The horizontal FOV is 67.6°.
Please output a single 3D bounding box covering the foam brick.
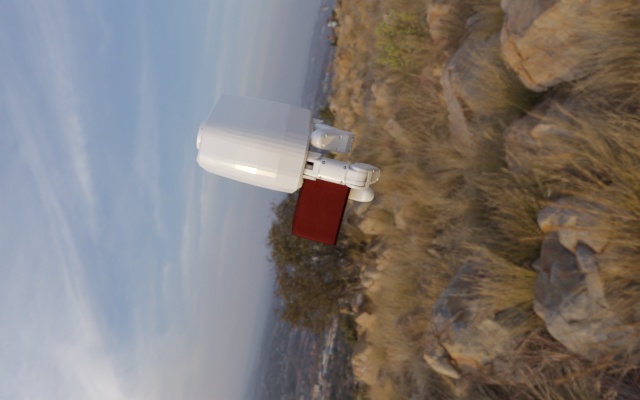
[{"bbox_3d":[0.000,0.002,0.537,0.051,0.078,0.053,12,14,-7],"label":"foam brick"}]
